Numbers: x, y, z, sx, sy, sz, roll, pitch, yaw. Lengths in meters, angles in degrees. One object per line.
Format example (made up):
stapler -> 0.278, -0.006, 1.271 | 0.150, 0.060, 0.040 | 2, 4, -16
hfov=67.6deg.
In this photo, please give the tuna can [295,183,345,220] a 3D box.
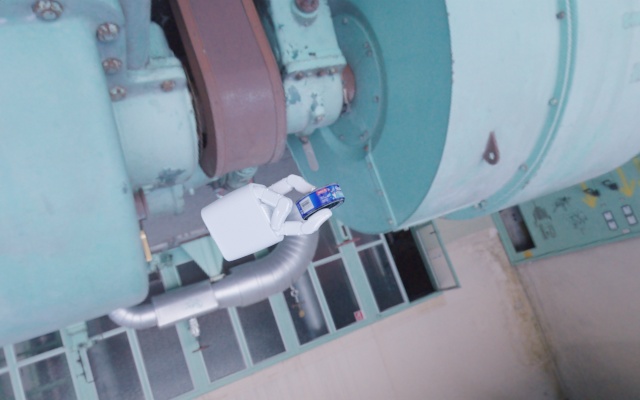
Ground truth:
tuna can -> 0.000, 0.003, 0.852 | 0.086, 0.033, 0.086 | -25, -10, -5
